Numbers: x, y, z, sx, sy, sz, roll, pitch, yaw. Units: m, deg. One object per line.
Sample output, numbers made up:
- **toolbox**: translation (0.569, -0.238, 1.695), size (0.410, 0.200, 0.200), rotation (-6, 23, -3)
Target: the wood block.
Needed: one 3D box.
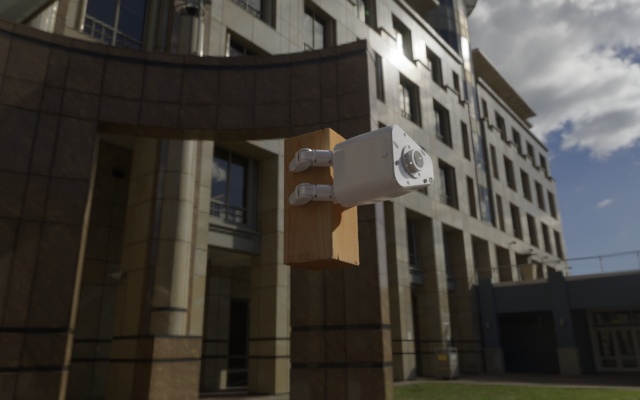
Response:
- **wood block**: translation (0.001, 0.002, 0.769), size (0.090, 0.206, 0.091), rotation (-11, -20, 30)
